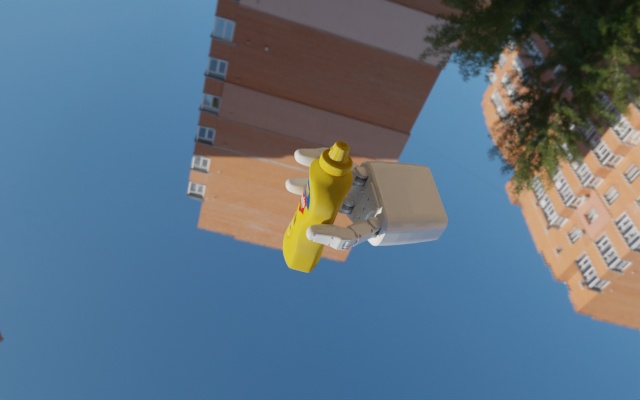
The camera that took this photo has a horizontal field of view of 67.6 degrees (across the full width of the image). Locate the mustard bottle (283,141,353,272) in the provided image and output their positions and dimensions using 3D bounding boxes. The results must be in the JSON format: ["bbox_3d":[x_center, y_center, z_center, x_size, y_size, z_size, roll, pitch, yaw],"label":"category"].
[{"bbox_3d":[0.000,0.002,0.635,0.058,0.192,0.096,16,40,-7],"label":"mustard bottle"}]
